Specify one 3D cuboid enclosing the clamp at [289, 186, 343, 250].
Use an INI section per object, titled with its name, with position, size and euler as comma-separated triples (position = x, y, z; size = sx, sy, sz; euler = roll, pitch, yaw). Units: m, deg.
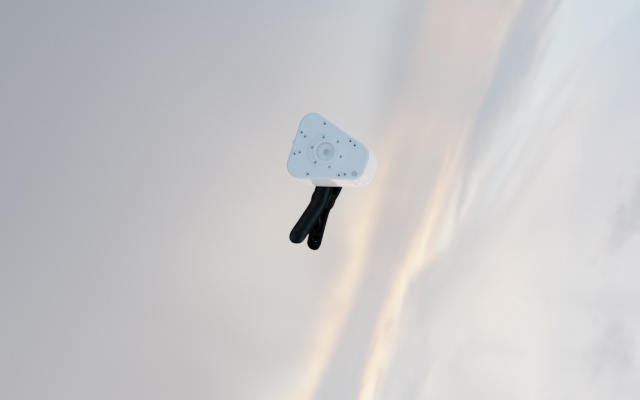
[clamp]
position = 0.001, 0.003, 0.769
size = 0.039, 0.171, 0.120
euler = 19, 3, 12
